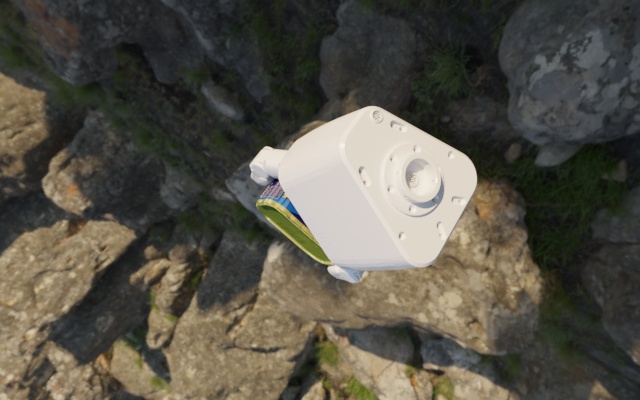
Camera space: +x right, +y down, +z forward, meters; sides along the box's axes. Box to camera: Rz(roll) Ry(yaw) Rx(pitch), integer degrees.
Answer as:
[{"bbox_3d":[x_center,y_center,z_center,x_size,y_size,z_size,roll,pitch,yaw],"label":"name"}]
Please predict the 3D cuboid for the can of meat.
[{"bbox_3d":[0.000,0.002,0.463,0.102,0.084,0.057,42,-21,-19],"label":"can of meat"}]
